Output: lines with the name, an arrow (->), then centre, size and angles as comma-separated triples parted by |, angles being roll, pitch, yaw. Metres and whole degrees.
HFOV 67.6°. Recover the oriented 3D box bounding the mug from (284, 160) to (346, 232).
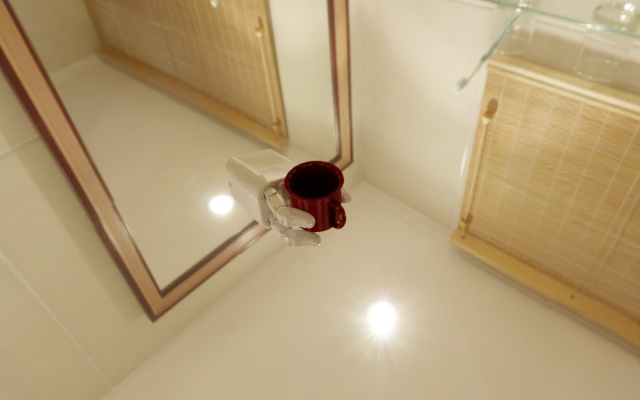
mug -> 0.001, 0.003, 0.757 | 0.093, 0.082, 0.117 | -33, 51, -26
